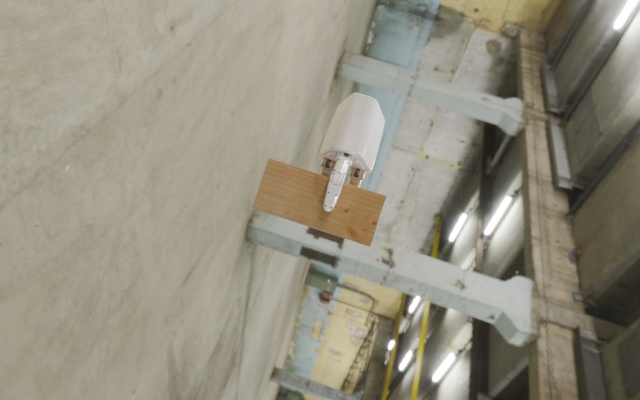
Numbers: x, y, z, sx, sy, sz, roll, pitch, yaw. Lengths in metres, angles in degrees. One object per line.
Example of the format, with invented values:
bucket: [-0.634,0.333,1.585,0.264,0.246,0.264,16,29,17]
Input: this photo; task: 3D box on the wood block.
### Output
wood block: [0.000,0.002,0.831,0.206,0.090,0.091,18,1,4]
